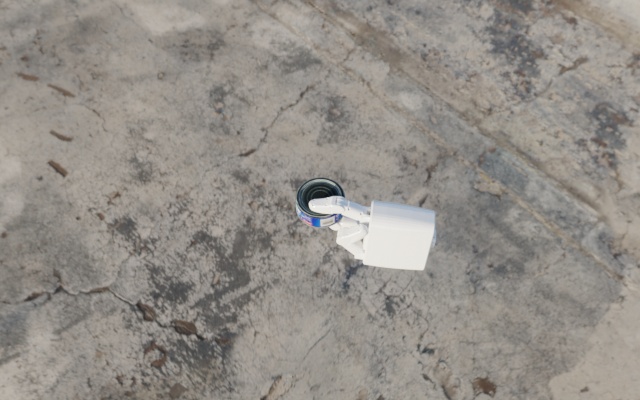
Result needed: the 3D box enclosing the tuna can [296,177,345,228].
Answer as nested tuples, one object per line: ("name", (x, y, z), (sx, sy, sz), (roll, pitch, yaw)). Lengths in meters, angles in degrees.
("tuna can", (0.000, 0.002, 0.818), (0.086, 0.086, 0.034), (0, -34, 2))
